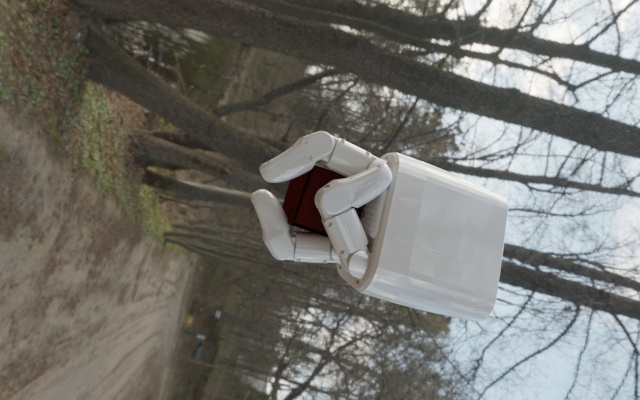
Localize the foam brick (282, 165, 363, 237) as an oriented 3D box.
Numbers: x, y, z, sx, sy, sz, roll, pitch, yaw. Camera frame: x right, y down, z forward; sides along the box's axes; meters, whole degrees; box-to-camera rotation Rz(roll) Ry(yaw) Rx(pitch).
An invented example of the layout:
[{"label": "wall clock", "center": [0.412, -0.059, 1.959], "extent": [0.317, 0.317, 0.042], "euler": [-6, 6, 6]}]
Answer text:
[{"label": "foam brick", "center": [0.000, 0.001, 0.411], "extent": [0.051, 0.053, 0.078], "euler": [18, 0, -12]}]
